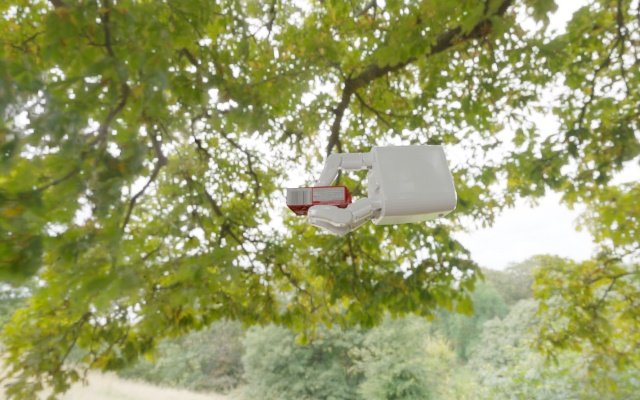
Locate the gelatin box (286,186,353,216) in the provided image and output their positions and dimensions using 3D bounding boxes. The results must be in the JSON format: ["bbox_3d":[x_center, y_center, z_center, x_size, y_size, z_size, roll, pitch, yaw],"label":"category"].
[{"bbox_3d":[0.000,0.002,0.698,0.089,0.030,0.073,-2,-13,9],"label":"gelatin box"}]
